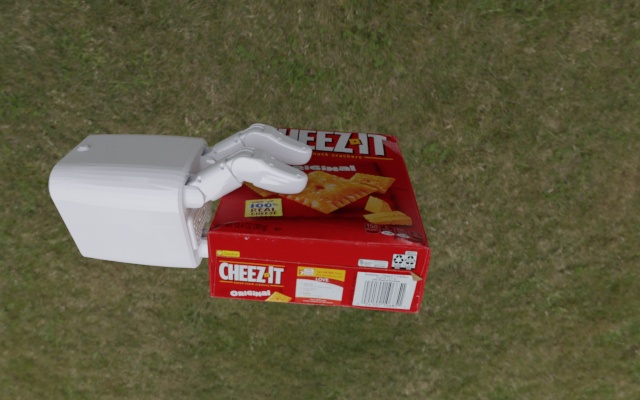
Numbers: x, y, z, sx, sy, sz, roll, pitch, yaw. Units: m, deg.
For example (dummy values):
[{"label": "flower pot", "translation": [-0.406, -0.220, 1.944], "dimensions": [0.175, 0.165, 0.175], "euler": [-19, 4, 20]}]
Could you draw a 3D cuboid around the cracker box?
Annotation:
[{"label": "cracker box", "translation": [0.000, 0.002, 0.441], "dimensions": [0.164, 0.072, 0.213], "euler": [5, 30, -1]}]
